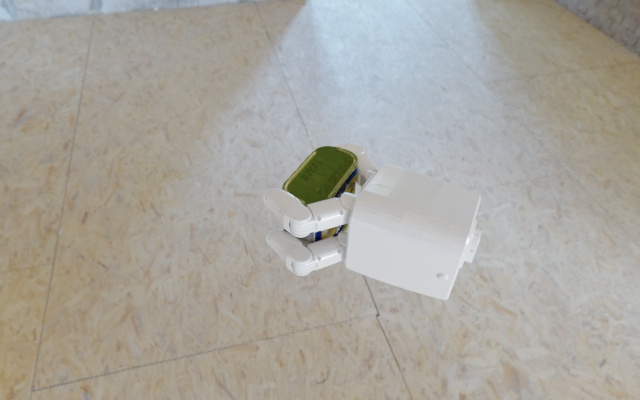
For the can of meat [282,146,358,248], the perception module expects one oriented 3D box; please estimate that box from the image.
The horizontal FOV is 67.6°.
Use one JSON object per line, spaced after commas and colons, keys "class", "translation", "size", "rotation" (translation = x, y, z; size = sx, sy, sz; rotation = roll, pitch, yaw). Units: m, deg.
{"class": "can of meat", "translation": [0.000, 0.001, 0.513], "size": [0.057, 0.084, 0.102], "rotation": [21, 48, 18]}
